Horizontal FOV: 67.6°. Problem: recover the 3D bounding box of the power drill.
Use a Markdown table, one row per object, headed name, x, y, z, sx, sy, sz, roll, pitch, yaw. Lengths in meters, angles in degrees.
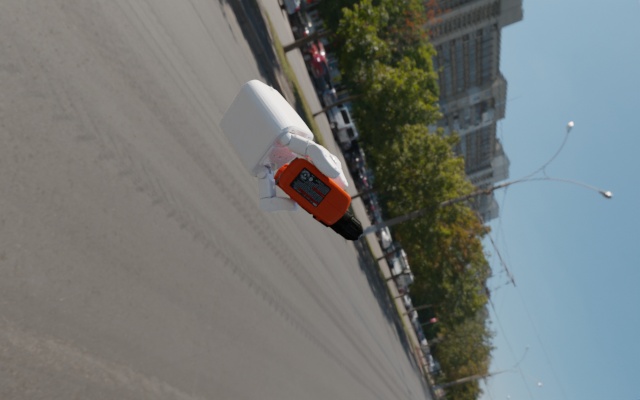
| name | x | y | z | sx | sy | sz | roll | pitch | yaw |
| --- | --- | --- | --- | --- | --- | --- | --- | --- | --- |
| power drill | 0.000 | 0.002 | 0.761 | 0.184 | 0.057 | 0.187 | 37 | -5 | 0 |
